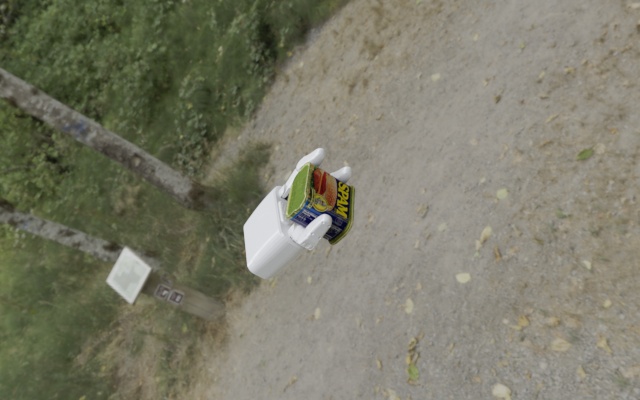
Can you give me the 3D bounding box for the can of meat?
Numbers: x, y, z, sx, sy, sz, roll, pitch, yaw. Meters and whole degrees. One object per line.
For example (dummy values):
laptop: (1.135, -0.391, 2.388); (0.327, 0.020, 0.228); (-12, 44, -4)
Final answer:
can of meat: (0.000, 0.002, 0.705); (0.084, 0.102, 0.057); (30, -50, -21)
